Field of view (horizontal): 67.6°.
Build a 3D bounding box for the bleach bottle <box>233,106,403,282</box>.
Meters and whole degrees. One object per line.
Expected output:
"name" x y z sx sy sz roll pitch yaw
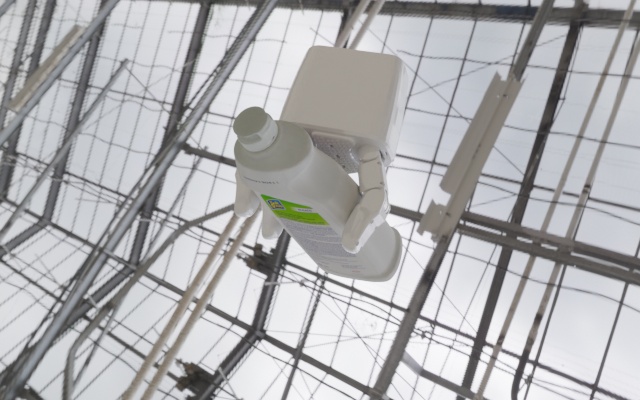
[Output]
"bleach bottle" 0.000 0.002 0.449 0.102 0.068 0.251 4 -27 26
